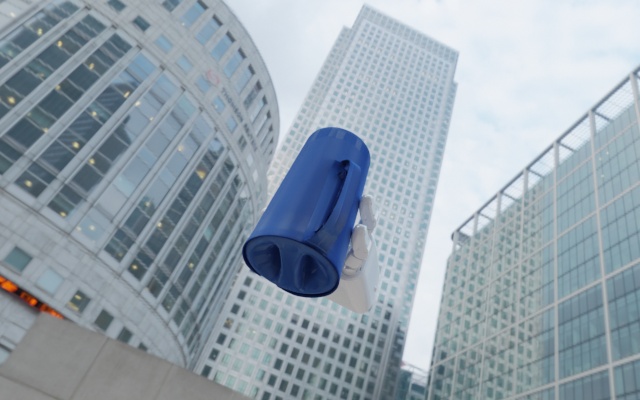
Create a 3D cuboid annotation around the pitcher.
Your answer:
[{"bbox_3d":[0.000,0.002,0.680,0.149,0.242,0.145,3,-42,22],"label":"pitcher"}]
